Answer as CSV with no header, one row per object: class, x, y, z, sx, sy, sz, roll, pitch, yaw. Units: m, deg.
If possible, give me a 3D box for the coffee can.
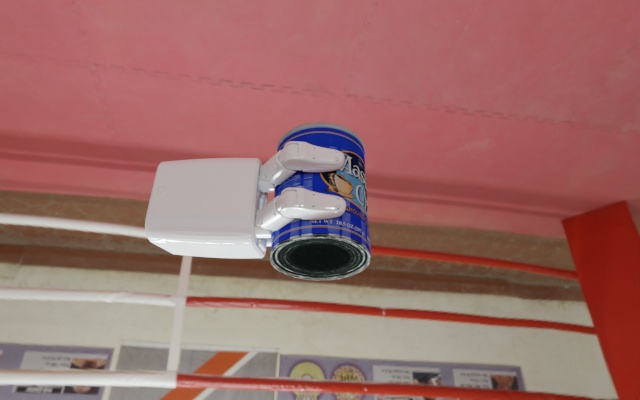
coffee can,0.000,0.002,0.517,0.103,0.140,0.103,0,-33,0
